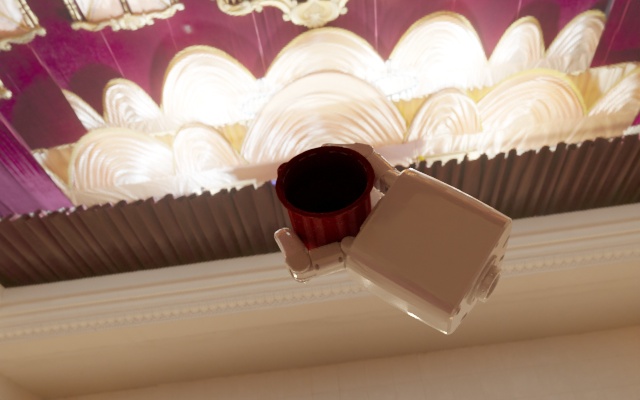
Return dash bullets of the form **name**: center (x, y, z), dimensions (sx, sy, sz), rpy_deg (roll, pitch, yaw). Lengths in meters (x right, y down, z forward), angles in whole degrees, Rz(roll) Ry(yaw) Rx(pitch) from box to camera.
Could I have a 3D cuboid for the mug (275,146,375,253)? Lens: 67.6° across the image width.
- **mug**: center (-0.001, 0.001, 0.479), dimensions (0.117, 0.082, 0.093), rpy_deg (30, 59, 31)
